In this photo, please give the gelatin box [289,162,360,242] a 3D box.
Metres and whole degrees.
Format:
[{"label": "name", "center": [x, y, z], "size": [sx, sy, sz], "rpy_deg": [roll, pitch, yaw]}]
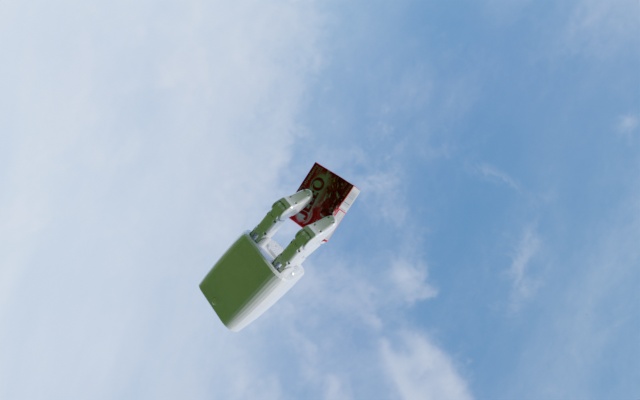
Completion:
[{"label": "gelatin box", "center": [0.000, 0.002, 0.667], "size": [0.073, 0.089, 0.030], "rpy_deg": [34, 0, 29]}]
